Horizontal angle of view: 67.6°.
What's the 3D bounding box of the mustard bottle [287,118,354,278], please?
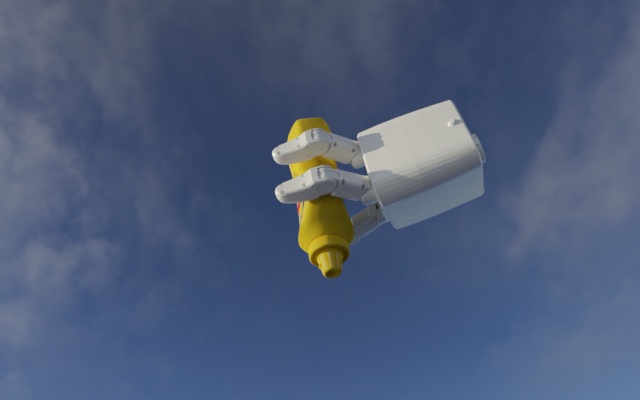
[{"bbox_3d":[0.000,0.002,0.526,0.058,0.191,0.096,-5,-43,-7],"label":"mustard bottle"}]
